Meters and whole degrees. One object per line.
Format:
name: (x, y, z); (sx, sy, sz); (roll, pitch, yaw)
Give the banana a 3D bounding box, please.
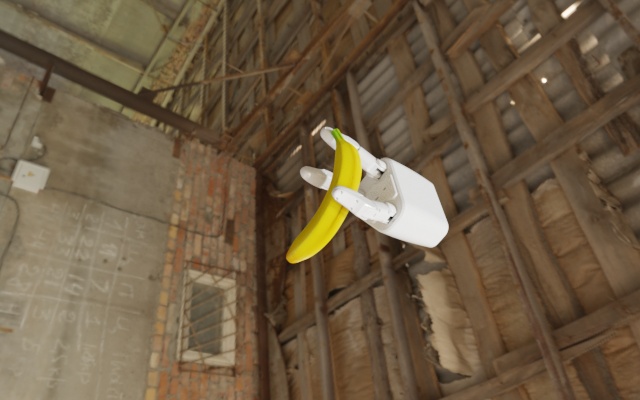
banana: (0.011, 0.004, 0.648); (0.037, 0.198, 0.069); (19, 4, -37)
